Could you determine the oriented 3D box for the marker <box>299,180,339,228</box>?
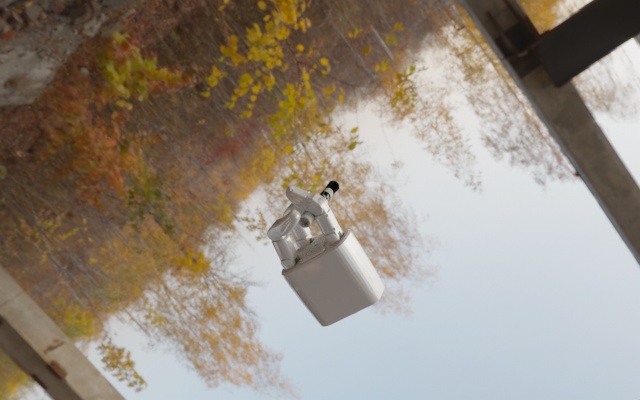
[{"bbox_3d":[0.000,0.002,0.699,0.020,0.020,0.121,0,27,25],"label":"marker"}]
